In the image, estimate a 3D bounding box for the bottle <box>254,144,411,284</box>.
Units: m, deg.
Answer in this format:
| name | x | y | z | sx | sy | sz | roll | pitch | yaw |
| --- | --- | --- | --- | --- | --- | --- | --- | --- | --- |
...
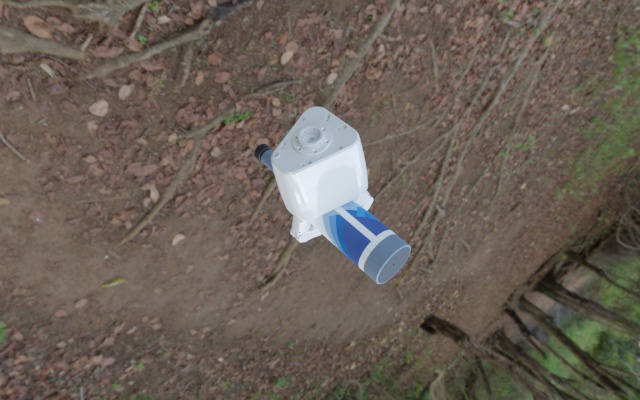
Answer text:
| name | x | y | z | sx | sy | sz | roll | pitch | yaw |
| --- | --- | --- | --- | --- | --- | --- | --- | --- | --- |
| bottle | 0.000 | 0.003 | 0.704 | 0.295 | 0.069 | 0.069 | 41 | 23 | 29 |
